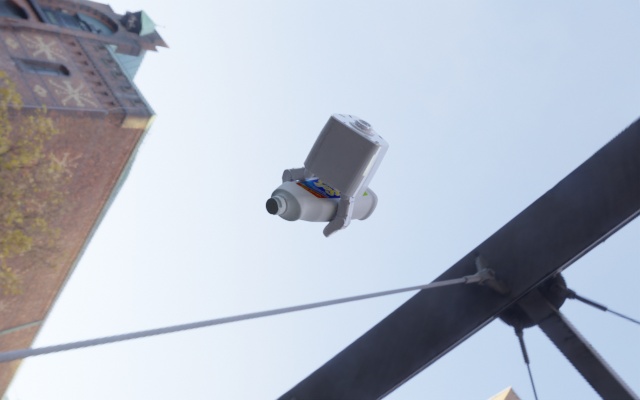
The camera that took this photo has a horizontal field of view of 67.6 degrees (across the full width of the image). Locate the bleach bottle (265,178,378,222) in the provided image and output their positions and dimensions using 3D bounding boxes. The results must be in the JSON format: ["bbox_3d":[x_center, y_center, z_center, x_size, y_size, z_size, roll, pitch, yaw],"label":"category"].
[{"bbox_3d":[0.000,0.003,0.867,0.102,0.068,0.251,42,27,25],"label":"bleach bottle"}]
